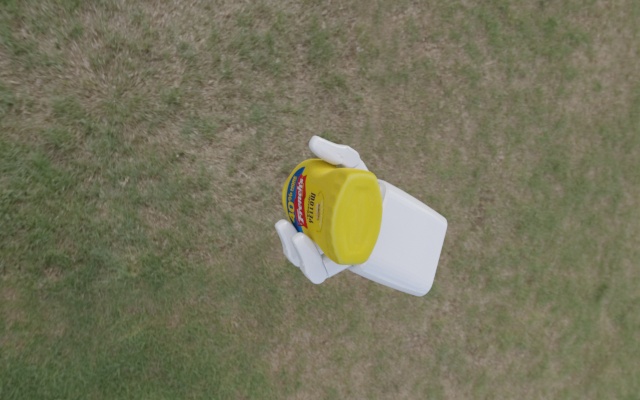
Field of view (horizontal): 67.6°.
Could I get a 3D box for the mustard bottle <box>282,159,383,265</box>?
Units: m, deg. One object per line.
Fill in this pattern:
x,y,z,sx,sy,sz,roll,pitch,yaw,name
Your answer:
0.000,0.002,0.549,0.058,0.096,0.191,-1,11,-23,mustard bottle
